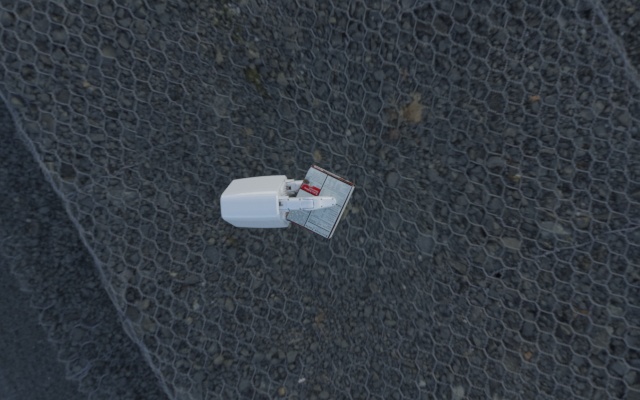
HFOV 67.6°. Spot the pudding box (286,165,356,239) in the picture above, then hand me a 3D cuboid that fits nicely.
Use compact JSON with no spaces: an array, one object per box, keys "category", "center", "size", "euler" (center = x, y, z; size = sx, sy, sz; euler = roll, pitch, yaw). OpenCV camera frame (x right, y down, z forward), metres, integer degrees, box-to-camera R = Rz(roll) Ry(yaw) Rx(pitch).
[{"category":"pudding box","center":[0.000,0.003,0.875],"size":[0.090,0.113,0.039],"euler":[26,8,6]}]
